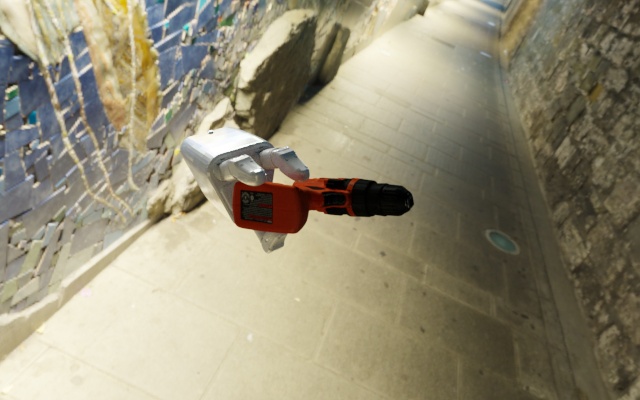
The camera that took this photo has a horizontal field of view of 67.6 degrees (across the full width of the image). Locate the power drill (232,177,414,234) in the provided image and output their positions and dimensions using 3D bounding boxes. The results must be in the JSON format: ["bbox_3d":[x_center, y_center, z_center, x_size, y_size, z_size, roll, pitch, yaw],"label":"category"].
[{"bbox_3d":[0.000,0.002,0.594,0.184,0.057,0.187,3,5,35],"label":"power drill"}]
